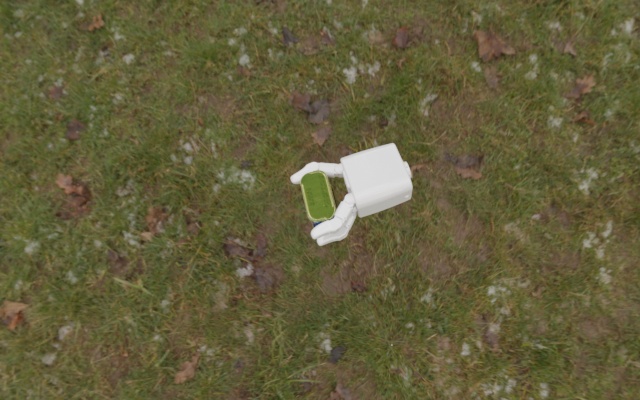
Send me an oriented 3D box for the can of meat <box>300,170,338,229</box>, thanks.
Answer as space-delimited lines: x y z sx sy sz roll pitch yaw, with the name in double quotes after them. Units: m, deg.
0.000 0.003 0.891 0.057 0.102 0.084 -15 -18 3 "can of meat"
